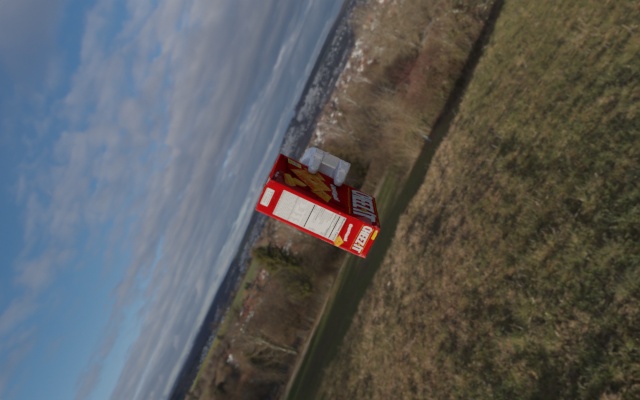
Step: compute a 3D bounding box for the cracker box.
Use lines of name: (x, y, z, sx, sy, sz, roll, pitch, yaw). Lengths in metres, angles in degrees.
cracker box: (0.000, 0.003, 0.890, 0.214, 0.072, 0.164, 24, 20, -6)
